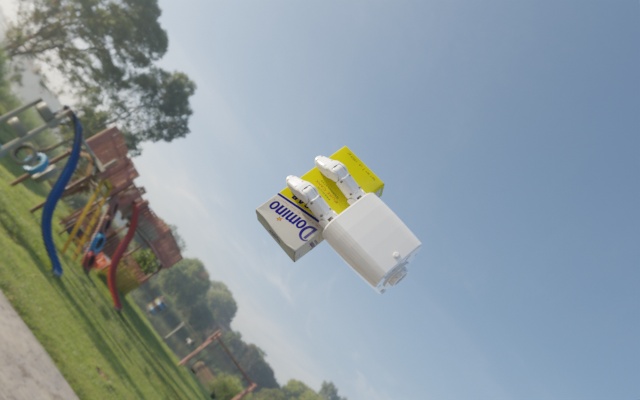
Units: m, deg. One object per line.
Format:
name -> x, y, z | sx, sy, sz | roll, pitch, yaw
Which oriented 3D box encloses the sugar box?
sugar box -> 0.000, 0.002, 0.718 | 0.176, 0.093, 0.048 | -36, -21, -20
